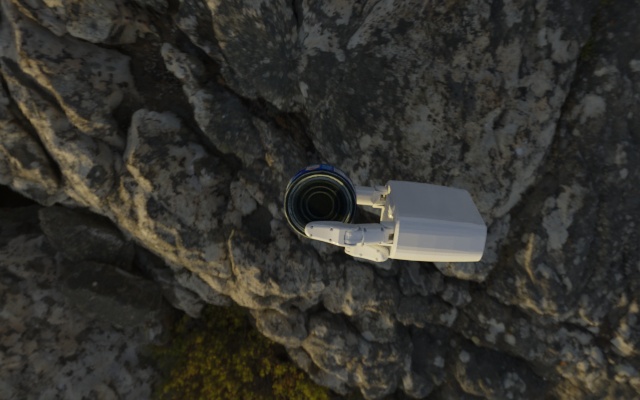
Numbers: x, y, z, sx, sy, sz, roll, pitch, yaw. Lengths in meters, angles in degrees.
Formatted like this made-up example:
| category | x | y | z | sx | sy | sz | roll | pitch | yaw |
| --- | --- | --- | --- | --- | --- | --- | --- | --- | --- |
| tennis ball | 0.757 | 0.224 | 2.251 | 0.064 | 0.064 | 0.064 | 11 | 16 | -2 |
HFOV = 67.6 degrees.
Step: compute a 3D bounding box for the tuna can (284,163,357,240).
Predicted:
| category | x | y | z | sx | sy | sz | roll | pitch | yaw |
| --- | --- | --- | --- | --- | --- | --- | --- | --- | --- |
| tuna can | 0.000 | 0.002 | 0.557 | 0.086 | 0.086 | 0.033 | 0 | 16 | 2 |
